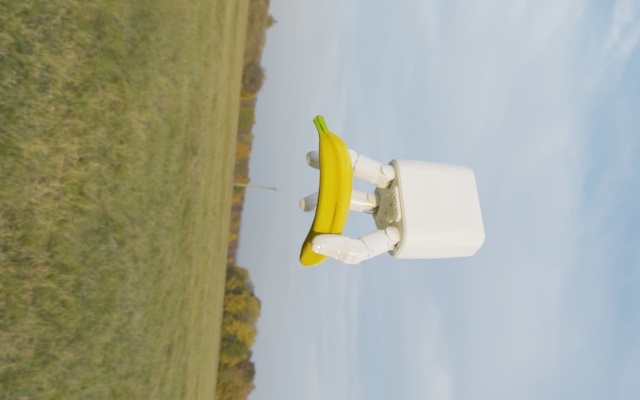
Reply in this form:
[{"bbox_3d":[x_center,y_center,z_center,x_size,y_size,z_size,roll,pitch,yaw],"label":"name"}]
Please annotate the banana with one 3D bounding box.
[{"bbox_3d":[0.007,0.008,0.547,0.037,0.198,0.069,-2,29,-20],"label":"banana"}]
